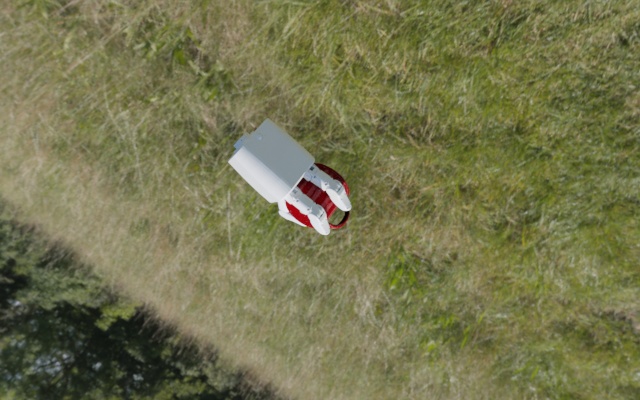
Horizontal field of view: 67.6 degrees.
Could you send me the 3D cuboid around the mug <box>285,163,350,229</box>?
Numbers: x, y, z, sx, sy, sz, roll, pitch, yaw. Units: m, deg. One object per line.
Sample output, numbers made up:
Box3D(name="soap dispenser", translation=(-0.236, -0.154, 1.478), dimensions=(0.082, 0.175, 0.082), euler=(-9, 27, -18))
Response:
Box3D(name="mug", translation=(0.001, 0.004, 0.843), dimensions=(0.117, 0.081, 0.093), euler=(42, -29, -11))
